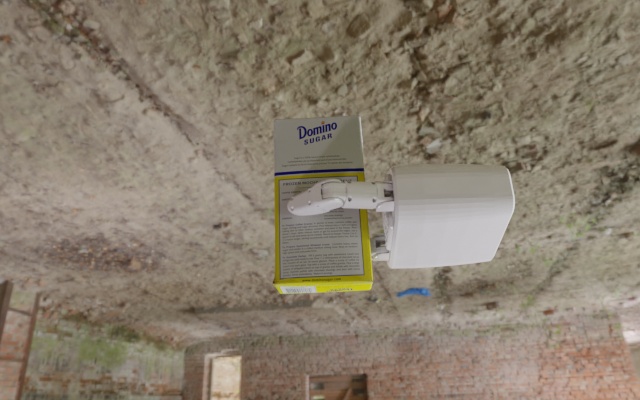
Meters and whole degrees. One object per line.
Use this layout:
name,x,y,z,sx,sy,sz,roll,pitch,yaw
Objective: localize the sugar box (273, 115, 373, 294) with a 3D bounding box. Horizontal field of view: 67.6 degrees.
sugar box,0.000,0.002,0.483,0.093,0.176,0.048,-2,-23,2
